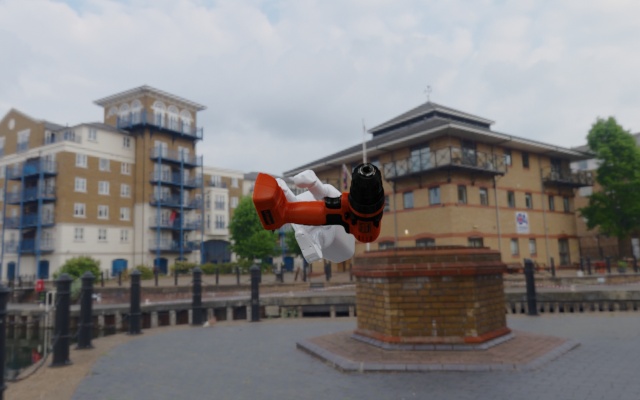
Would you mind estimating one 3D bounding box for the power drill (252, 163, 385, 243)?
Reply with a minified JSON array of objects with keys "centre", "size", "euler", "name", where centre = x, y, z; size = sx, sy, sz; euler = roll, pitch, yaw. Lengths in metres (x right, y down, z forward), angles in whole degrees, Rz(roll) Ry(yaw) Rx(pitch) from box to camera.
[{"centre":[0.000,0.002,0.700],"size":[0.187,0.057,0.185],"euler":[6,-32,9],"name":"power drill"}]
